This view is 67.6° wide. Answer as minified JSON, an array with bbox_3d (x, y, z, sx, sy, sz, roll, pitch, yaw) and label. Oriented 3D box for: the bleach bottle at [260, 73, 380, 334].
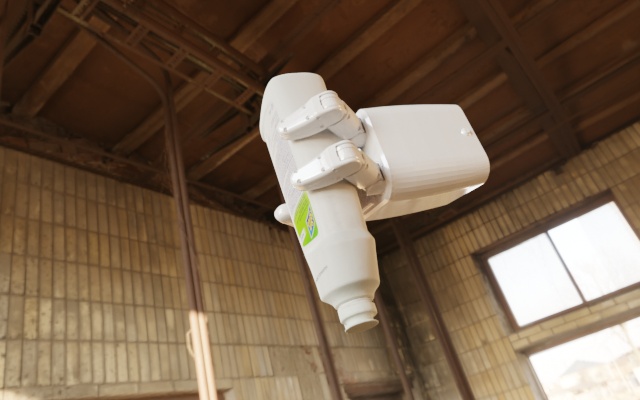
[{"bbox_3d":[0.000,0.001,0.450,0.068,0.250,0.103,-8,-30,-16],"label":"bleach bottle"}]
